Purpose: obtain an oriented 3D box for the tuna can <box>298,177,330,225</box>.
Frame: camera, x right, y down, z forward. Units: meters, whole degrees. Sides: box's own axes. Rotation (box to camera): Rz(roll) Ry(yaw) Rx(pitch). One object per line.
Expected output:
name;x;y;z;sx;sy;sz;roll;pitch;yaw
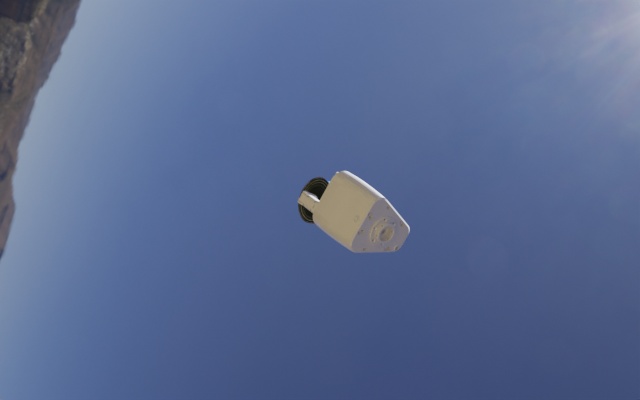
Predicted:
tuna can;0.001;0.003;0.866;0.034;0.086;0.086;19;-13;-41
